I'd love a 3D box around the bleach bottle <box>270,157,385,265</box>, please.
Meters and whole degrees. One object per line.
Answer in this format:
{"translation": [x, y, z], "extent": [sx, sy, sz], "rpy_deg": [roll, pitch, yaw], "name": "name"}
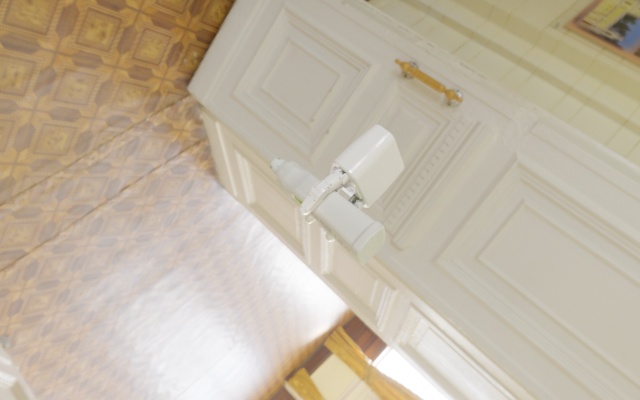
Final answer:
{"translation": [0.000, 0.003, 0.839], "extent": [0.250, 0.068, 0.103], "rpy_deg": [41, -12, 23], "name": "bleach bottle"}
